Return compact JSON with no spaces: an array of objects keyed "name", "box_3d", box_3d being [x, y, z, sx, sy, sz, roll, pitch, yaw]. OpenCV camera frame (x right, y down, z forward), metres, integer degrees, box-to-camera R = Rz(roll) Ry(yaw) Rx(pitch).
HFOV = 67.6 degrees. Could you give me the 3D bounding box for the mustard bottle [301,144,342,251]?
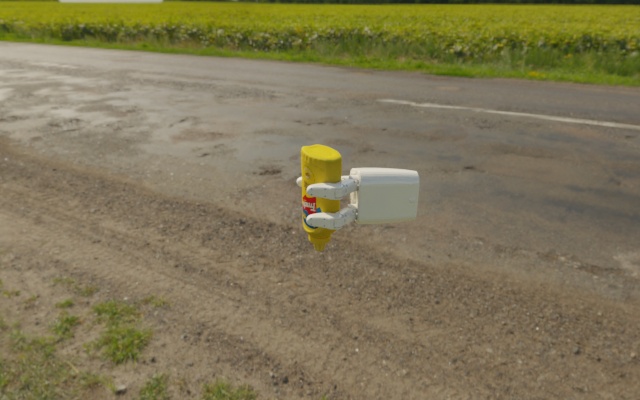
[{"name":"mustard bottle","box_3d":[0.000,0.003,0.854,0.058,0.192,0.096,-12,26,-27]}]
